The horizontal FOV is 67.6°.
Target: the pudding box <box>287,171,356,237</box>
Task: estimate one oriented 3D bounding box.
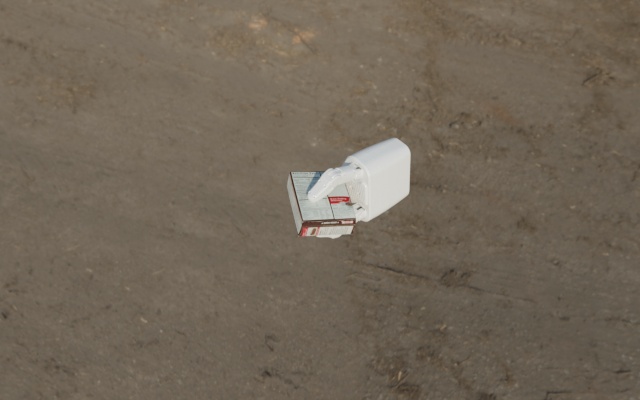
[{"bbox_3d":[0.000,0.002,0.755,0.090,0.113,0.039,-2,-44,-15],"label":"pudding box"}]
